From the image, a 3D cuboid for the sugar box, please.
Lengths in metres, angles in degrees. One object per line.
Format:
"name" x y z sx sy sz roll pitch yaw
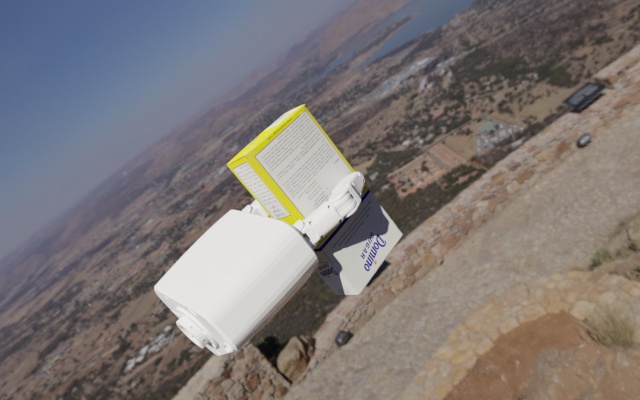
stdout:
"sugar box" 0.000 0.002 0.478 0.048 0.176 0.093 -12 29 53
